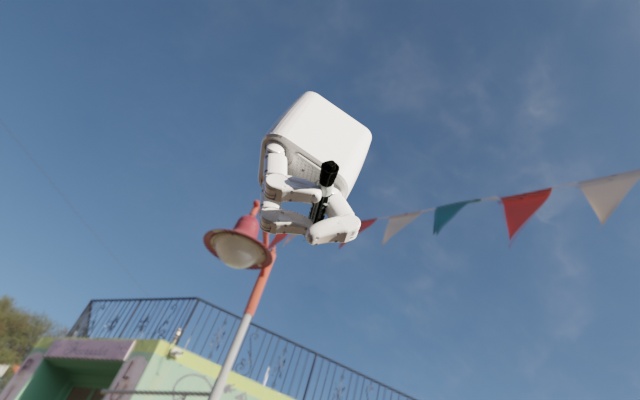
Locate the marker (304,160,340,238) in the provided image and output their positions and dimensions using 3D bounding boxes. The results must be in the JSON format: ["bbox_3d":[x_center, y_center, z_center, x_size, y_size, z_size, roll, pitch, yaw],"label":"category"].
[{"bbox_3d":[0.000,0.002,0.522,0.020,0.020,0.121,0,-41,-14],"label":"marker"}]
